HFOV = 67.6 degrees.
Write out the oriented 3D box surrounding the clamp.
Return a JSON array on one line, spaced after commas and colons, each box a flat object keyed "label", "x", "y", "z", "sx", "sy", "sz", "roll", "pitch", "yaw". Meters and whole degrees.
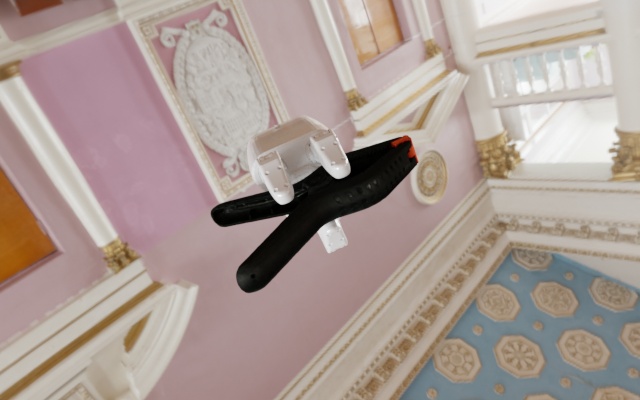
[{"label": "clamp", "x": 0.001, "y": 0.002, "z": 0.435, "sx": 0.210, "sy": 0.036, "sz": 0.164, "roll": -25, "pitch": 25, "yaw": -4}]
